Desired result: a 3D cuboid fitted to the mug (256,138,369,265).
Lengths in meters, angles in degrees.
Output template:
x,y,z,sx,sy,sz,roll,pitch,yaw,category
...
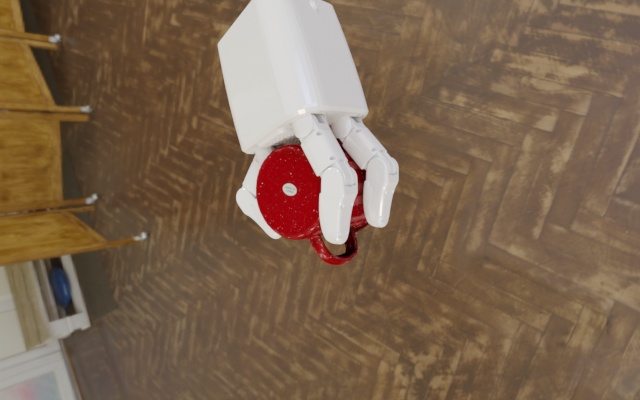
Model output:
x,y,z,sx,sy,sz,roll,pitch,yaw,category
0.000,0.003,0.428,0.093,0.117,0.081,-21,-7,37,mug
